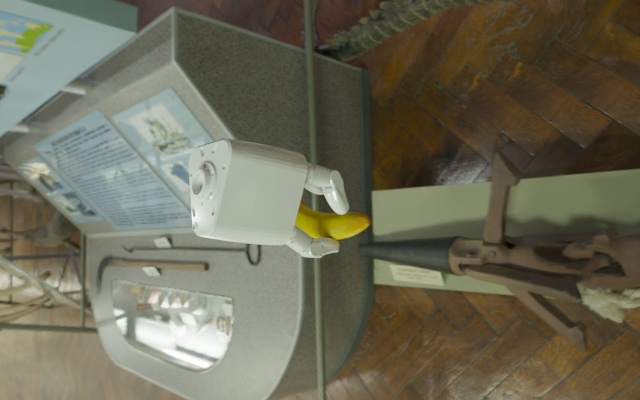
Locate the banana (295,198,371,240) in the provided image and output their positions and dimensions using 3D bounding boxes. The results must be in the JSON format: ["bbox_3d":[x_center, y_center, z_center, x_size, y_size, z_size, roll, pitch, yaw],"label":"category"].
[{"bbox_3d":[-0.009,0.018,0.677,0.037,0.069,0.197,16,10,-41],"label":"banana"}]
